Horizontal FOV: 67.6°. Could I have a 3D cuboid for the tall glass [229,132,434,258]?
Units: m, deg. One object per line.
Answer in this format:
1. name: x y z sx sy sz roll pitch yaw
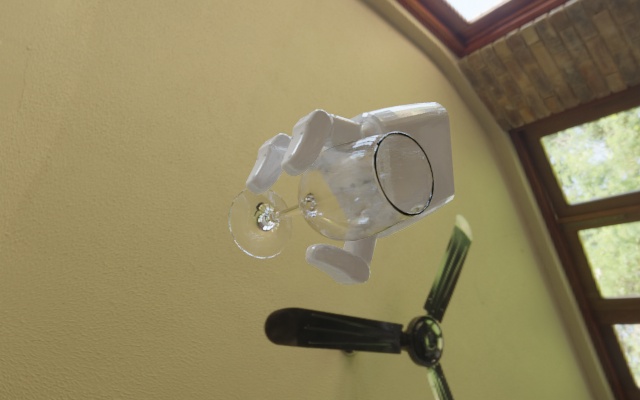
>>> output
1. tall glass: 0.000 0.002 0.413 0.079 0.079 0.201 0 -12 -38
